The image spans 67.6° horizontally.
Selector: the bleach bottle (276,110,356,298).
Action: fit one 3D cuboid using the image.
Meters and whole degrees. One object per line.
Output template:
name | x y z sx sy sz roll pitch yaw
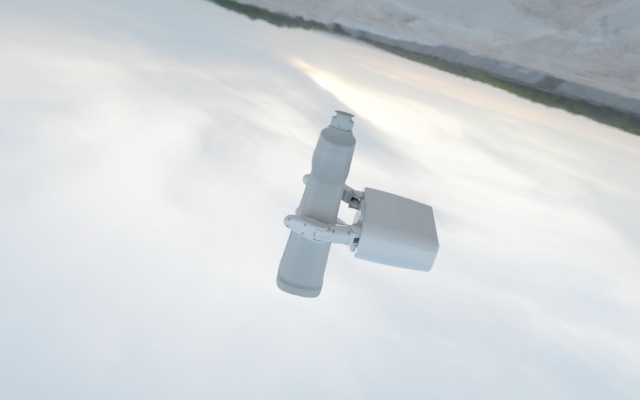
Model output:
bleach bottle | 0.000 0.002 0.661 0.068 0.251 0.102 14 19 -4
